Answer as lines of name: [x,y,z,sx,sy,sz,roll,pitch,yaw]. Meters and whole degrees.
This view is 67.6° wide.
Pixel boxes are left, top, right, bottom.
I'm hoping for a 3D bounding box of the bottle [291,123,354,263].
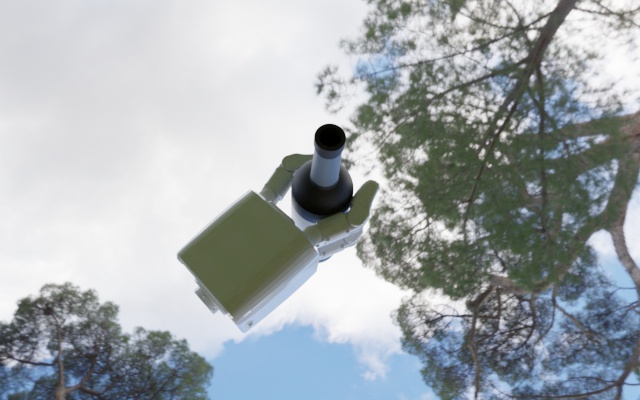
bottle: [0.000,0.002,0.538,0.069,0.069,0.296,0,-22,-3]
